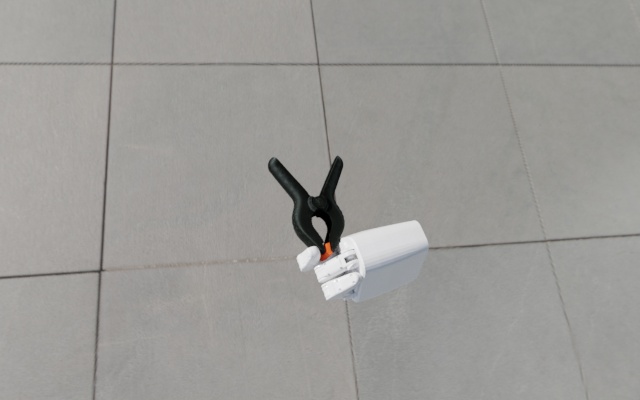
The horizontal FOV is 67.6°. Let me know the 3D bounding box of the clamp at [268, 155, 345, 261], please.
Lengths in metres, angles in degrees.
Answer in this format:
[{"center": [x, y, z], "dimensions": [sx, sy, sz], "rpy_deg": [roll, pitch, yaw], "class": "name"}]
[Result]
[{"center": [0.000, 0.002, 0.715], "dimensions": [0.120, 0.171, 0.039], "rpy_deg": [-14, -17, -19], "class": "clamp"}]
